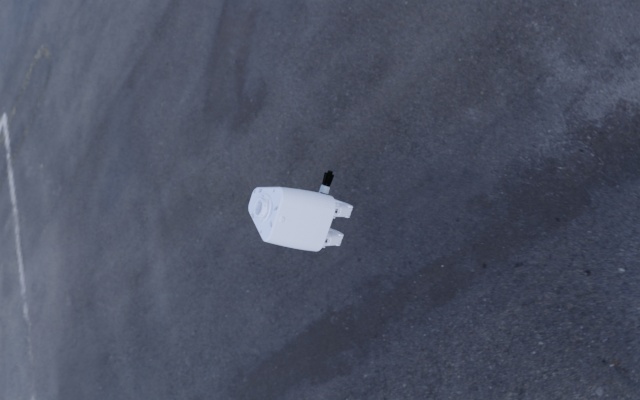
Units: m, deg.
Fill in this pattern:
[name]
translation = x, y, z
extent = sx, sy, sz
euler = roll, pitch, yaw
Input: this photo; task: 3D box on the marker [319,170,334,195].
[marker]
translation = 0.000, 0.003, 0.882
extent = 0.020, 0.121, 0.020
euler = 17, 8, -3
